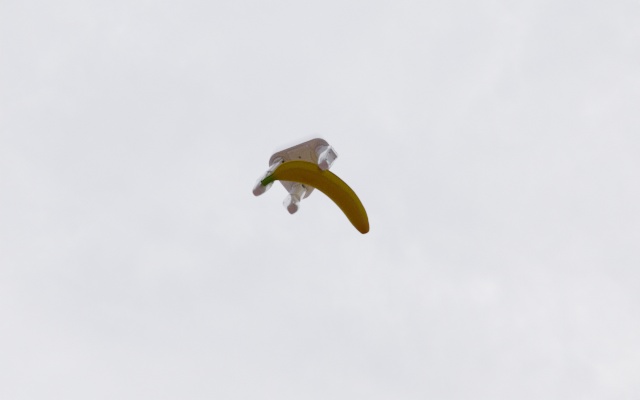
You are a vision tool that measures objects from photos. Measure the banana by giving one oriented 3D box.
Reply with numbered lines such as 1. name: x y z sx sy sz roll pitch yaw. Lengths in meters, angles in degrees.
1. banana: 0.006 -0.015 0.775 0.198 0.069 0.037 27 11 -11
